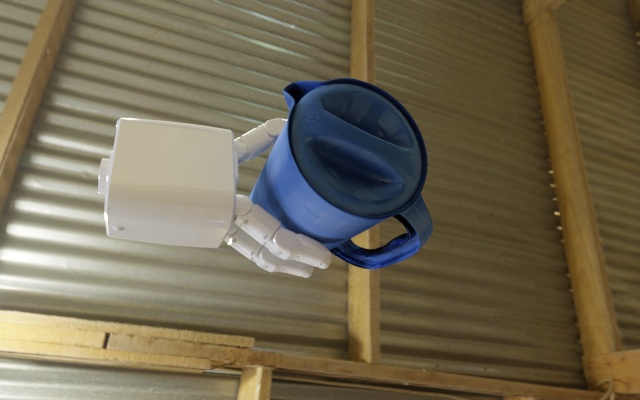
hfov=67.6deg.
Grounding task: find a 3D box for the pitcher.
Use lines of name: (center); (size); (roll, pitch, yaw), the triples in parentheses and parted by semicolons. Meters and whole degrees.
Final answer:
pitcher: (0.000, 0.002, 0.502); (0.145, 0.149, 0.243); (5, -23, -21)
